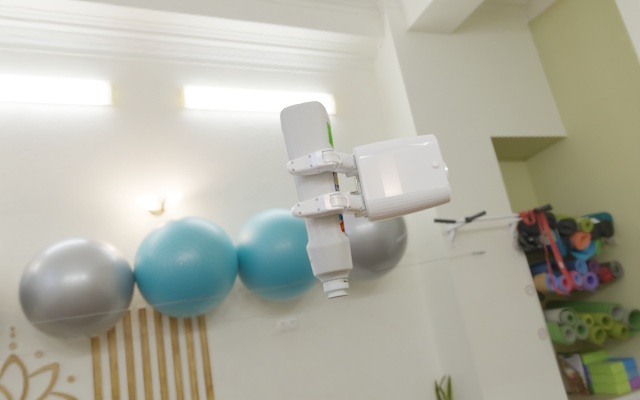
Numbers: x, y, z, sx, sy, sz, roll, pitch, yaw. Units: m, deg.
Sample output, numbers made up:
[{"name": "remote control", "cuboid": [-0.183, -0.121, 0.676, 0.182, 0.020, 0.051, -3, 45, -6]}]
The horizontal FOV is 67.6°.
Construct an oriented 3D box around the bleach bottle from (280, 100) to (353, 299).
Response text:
[{"name": "bleach bottle", "cuboid": [0.000, 0.002, 0.629, 0.068, 0.250, 0.102, -12, -15, 4]}]
